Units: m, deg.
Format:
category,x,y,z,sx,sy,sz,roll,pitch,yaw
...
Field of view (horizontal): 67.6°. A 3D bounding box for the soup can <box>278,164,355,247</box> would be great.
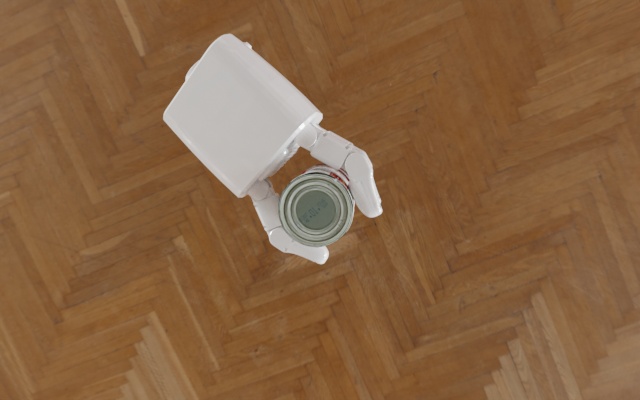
category,x,y,z,sx,sy,sz,roll,pitch,yaw
soup can,0.000,0.002,0.461,0.068,0.068,0.102,0,8,5
